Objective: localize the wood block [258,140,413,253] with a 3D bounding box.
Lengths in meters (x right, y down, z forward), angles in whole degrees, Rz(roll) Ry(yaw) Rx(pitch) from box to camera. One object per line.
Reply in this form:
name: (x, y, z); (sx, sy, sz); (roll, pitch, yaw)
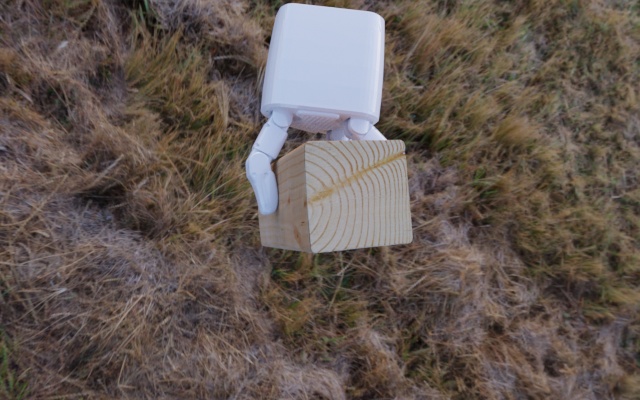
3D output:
wood block: (0.000, 0.001, 0.482); (0.091, 0.090, 0.206); (-3, -3, -18)
